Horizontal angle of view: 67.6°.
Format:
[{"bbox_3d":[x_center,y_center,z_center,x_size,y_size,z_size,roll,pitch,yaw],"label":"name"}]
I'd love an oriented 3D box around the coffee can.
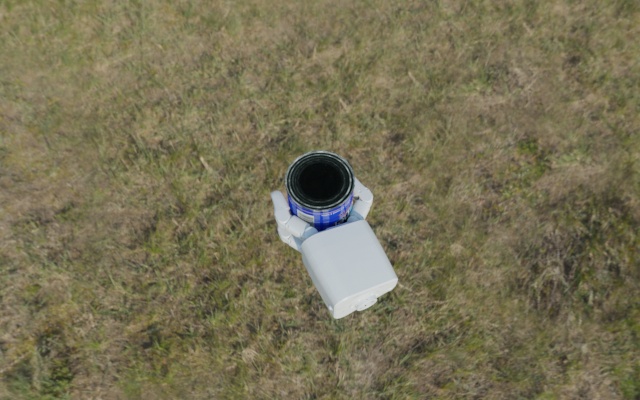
[{"bbox_3d":[0.000,0.002,0.750,0.103,0.102,0.140,0,-28,1],"label":"coffee can"}]
